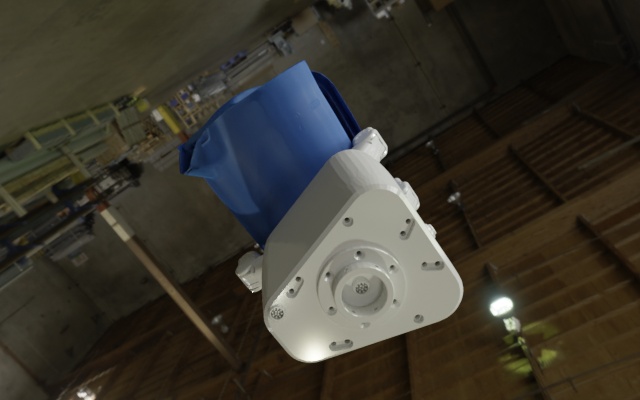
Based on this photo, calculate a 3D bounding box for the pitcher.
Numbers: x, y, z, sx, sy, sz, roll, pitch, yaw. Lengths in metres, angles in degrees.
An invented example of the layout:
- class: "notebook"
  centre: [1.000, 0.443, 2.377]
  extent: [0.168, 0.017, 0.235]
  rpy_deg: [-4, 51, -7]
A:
- class: "pitcher"
  centre: [0.000, 0.002, 0.445]
  extent: [0.149, 0.243, 0.145]
  rpy_deg: [-34, 14, 4]
